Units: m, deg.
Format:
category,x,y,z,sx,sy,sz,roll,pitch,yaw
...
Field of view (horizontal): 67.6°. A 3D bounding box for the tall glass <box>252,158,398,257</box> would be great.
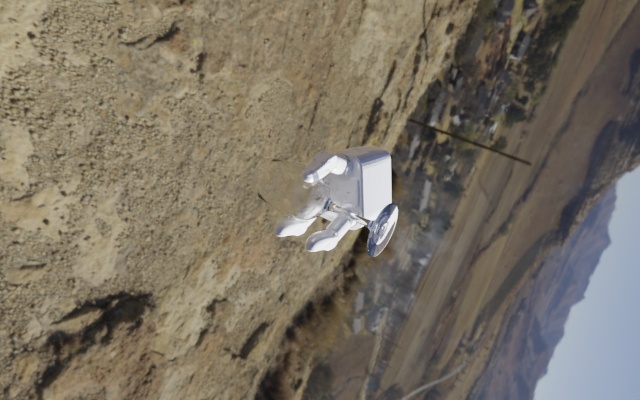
category,x,y,z,sx,sy,sz,roll,pitch,yaw
tall glass,0.001,0.002,0.653,0.201,0.079,0.079,24,12,28
